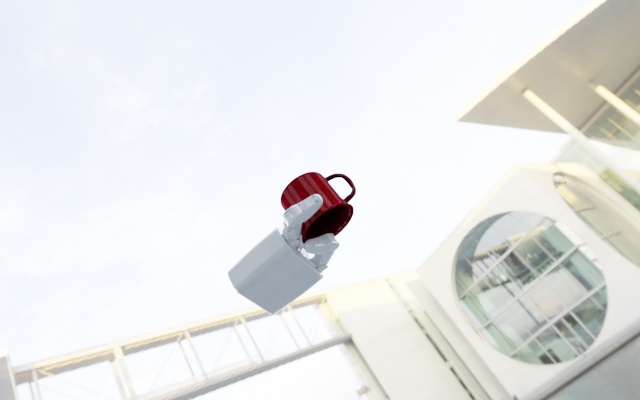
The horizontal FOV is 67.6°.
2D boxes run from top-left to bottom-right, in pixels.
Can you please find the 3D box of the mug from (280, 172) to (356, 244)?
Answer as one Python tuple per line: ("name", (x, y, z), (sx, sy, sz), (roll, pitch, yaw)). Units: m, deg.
("mug", (0.001, 0.001, 0.732), (0.117, 0.081, 0.093), (-39, -29, 3))
